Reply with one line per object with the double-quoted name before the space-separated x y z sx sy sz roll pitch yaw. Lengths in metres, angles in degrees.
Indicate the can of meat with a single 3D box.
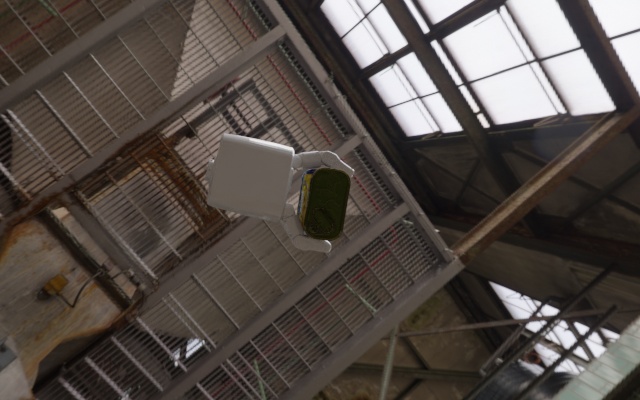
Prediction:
"can of meat" 0.000 0.002 0.707 0.057 0.102 0.084 8 2 -15
